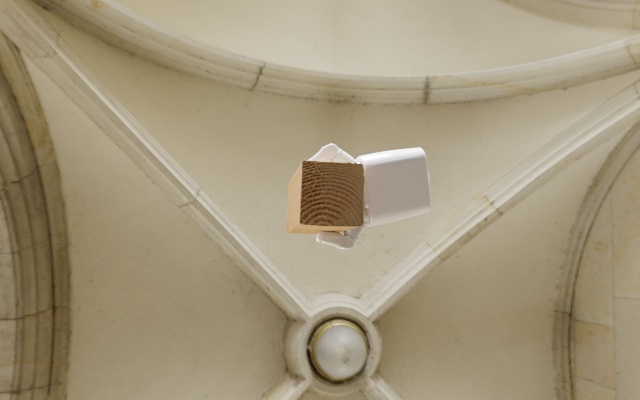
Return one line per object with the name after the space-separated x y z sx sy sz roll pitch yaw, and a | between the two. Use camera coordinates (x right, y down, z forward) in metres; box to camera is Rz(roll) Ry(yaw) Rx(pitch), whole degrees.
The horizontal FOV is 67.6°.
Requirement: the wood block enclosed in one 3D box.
0.000 0.003 0.751 0.090 0.091 0.206 2 -7 -9 | wood block
